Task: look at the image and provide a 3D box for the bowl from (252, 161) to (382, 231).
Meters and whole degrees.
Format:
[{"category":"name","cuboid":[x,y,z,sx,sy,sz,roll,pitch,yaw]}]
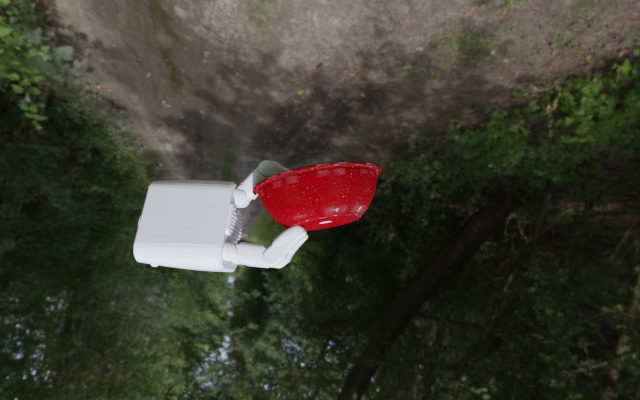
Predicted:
[{"category":"bowl","cuboid":[0.001,0.002,0.587,0.162,0.055,0.162,-10,-11,-2]}]
